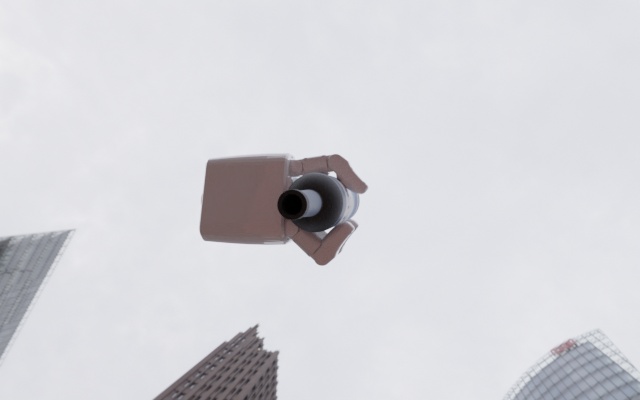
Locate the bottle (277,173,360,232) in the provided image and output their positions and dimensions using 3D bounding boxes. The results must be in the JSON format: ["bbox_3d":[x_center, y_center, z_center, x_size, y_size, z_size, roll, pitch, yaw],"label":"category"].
[{"bbox_3d":[0.000,0.002,0.567,0.069,0.069,0.295,0,1,10],"label":"bottle"}]
